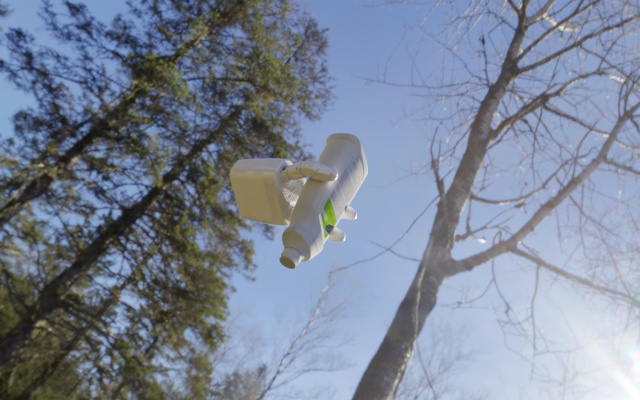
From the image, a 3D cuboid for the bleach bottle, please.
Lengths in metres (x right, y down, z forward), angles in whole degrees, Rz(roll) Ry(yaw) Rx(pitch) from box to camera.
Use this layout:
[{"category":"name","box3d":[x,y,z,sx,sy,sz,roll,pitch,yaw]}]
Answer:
[{"category":"bleach bottle","box3d":[0.000,0.003,0.787,0.068,0.103,0.250,5,46,31]}]
